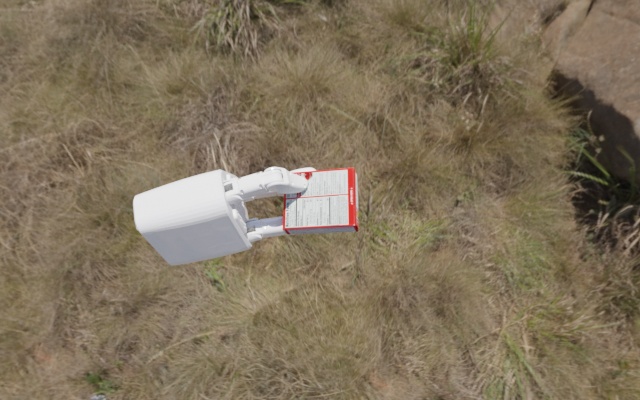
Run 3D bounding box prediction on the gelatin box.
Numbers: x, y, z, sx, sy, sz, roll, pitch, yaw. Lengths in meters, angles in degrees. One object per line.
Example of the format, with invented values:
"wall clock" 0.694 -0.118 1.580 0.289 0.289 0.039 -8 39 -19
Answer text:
"gelatin box" 0.000 0.002 0.574 0.089 0.073 0.030 -4 -20 12
